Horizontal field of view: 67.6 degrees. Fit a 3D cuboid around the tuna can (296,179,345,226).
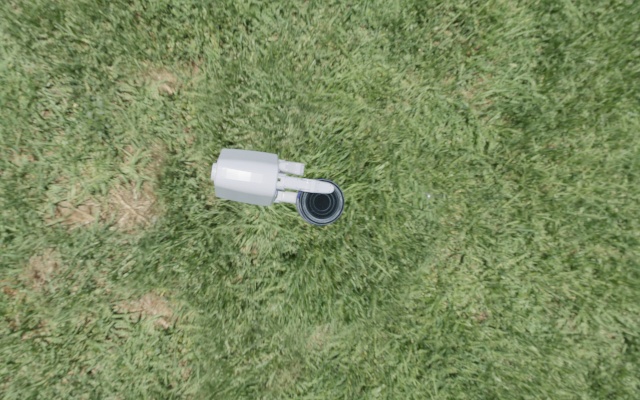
[{"bbox_3d":[0.000,0.003,0.867,0.086,0.086,0.034,0,1,-12],"label":"tuna can"}]
